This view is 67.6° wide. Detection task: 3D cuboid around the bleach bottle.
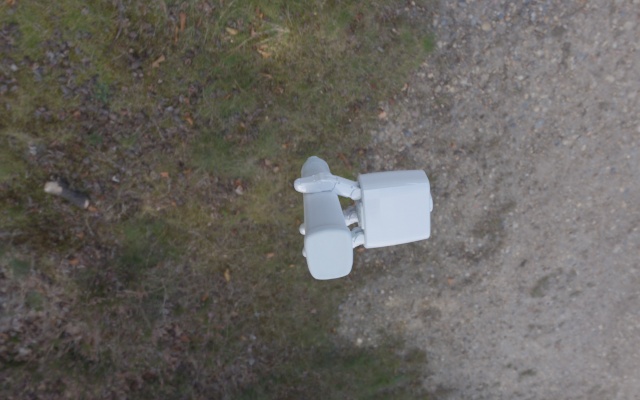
[{"bbox_3d":[0.000,0.003,0.769,0.068,0.103,0.250,-7,39,-2],"label":"bleach bottle"}]
